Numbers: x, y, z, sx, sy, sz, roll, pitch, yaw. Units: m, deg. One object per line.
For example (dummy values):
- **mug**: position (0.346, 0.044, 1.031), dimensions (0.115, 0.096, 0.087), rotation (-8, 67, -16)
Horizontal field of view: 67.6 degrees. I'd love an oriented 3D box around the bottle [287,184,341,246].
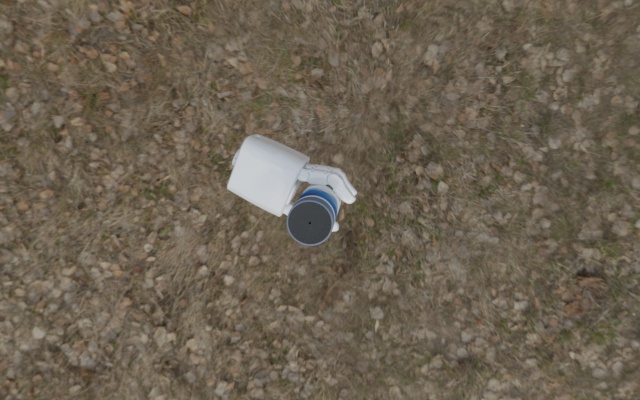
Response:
- **bottle**: position (0.000, 0.003, 0.811), dimensions (0.069, 0.069, 0.295), rotation (0, 11, 6)
